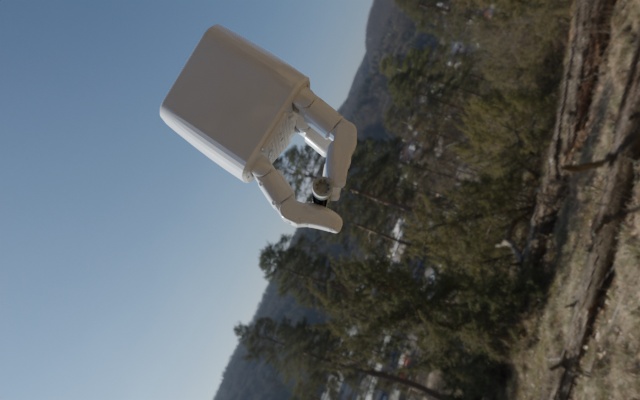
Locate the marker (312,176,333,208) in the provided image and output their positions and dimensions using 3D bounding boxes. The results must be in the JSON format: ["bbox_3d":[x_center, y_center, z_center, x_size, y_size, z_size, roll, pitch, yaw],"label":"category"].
[{"bbox_3d":[0.000,0.002,0.478,0.020,0.020,0.121,0,-13,-2],"label":"marker"}]
